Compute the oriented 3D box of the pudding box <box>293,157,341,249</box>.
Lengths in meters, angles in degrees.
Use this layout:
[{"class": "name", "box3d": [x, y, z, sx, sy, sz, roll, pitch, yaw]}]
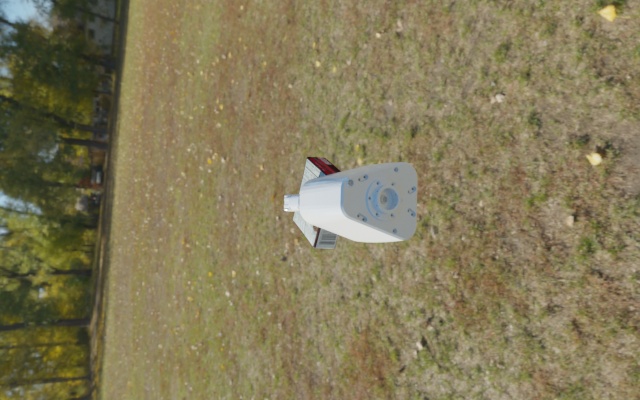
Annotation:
[{"class": "pudding box", "box3d": [0.000, 0.002, 0.704, 0.039, 0.113, 0.090, 4, 24, -27]}]
